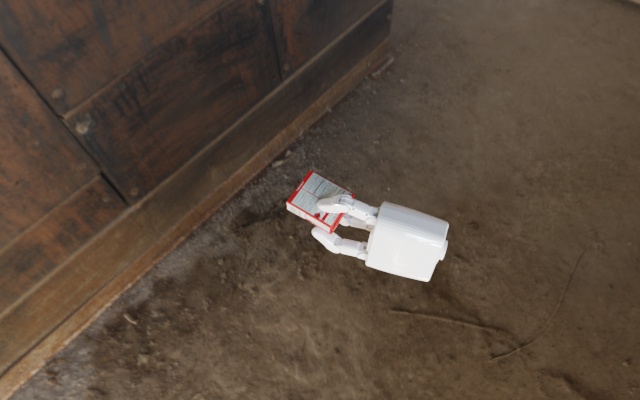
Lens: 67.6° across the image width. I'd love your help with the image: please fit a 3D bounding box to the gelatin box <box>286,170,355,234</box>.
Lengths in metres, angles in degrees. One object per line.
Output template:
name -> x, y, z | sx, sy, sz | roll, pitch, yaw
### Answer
gelatin box -> 0.000, 0.002, 0.785 | 0.089, 0.073, 0.030 | 30, -24, 12
